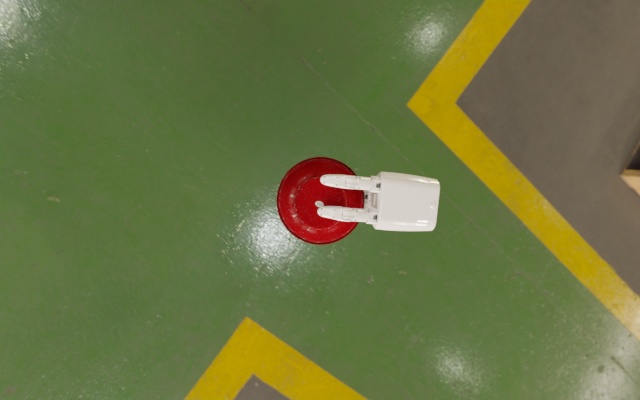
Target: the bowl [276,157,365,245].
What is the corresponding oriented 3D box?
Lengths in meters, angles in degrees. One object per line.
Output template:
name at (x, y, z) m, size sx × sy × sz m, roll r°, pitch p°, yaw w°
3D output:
bowl at (-0.001, 0.003, 0.846) m, size 0.162 × 0.162 × 0.055 m, roll 0°, pitch 4°, yaw 0°
